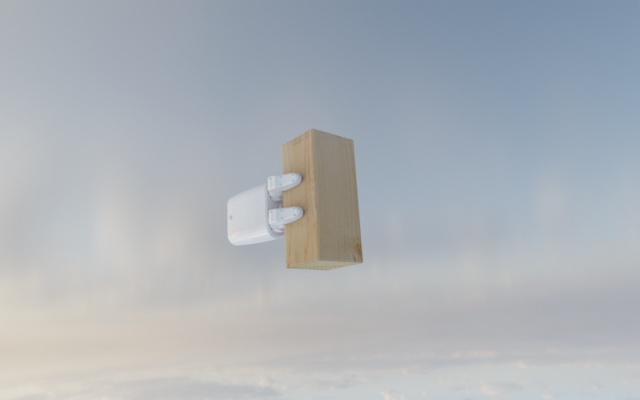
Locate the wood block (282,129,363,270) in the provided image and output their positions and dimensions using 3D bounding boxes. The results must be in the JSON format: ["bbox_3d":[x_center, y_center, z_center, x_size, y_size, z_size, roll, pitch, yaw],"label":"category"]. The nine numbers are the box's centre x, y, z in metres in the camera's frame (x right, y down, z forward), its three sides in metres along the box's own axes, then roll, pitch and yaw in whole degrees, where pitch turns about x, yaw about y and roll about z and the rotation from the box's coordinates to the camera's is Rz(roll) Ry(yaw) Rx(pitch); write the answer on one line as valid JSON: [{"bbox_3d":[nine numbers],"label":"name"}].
[{"bbox_3d":[0.000,0.003,0.770,0.091,0.206,0.090,9,-20,-39],"label":"wood block"}]
